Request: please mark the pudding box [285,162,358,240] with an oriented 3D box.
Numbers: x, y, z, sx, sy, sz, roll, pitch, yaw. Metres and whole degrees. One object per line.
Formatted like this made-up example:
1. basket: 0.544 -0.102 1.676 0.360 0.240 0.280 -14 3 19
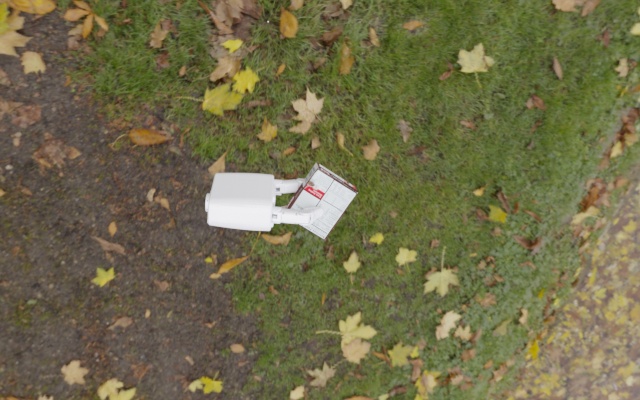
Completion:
1. pudding box: 0.000 0.003 0.865 0.090 0.113 0.039 31 16 -14
